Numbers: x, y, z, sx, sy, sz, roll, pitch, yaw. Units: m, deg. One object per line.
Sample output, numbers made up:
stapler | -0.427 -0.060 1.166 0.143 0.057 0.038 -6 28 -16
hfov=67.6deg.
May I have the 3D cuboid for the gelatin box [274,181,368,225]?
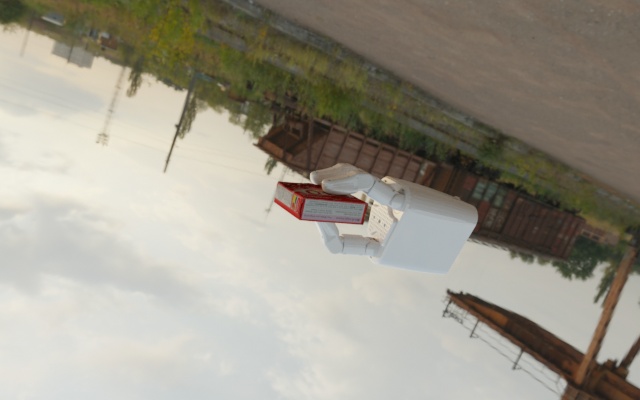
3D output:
gelatin box | 0.000 0.002 0.566 0.089 0.030 0.073 5 14 -30
